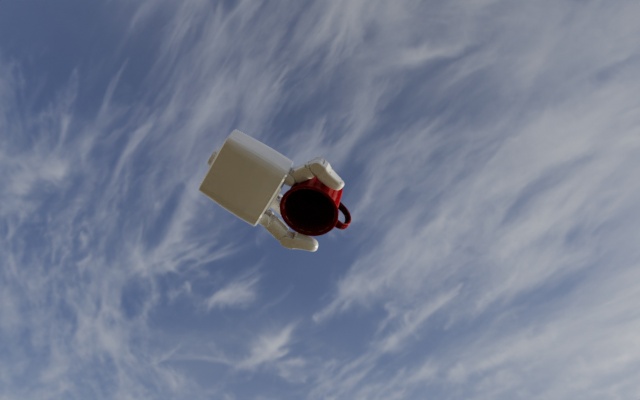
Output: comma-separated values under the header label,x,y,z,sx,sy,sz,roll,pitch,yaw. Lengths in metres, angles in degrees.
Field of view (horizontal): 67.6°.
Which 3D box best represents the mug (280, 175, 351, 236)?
label,x,y,z,sx,sy,sz,roll,pitch,yaw
mug,0.001,0.003,0.765,0.117,0.093,0.081,32,34,-8
